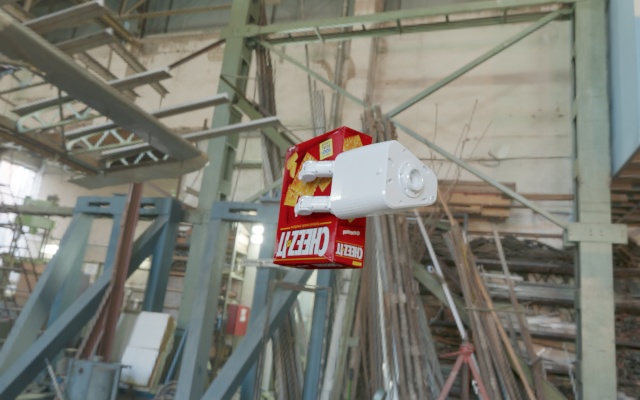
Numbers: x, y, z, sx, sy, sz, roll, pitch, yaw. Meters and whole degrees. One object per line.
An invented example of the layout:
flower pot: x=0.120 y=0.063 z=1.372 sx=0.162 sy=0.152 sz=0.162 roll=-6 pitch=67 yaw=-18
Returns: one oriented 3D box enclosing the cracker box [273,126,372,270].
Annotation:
cracker box: x=0.000 y=0.002 z=0.787 sx=0.072 sy=0.213 sz=0.164 roll=16 pitch=-17 yaw=-35
